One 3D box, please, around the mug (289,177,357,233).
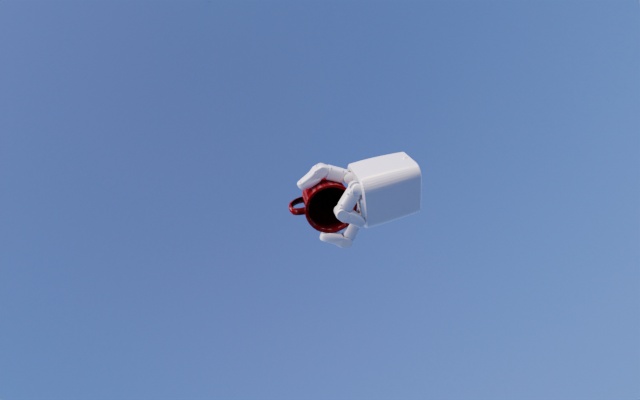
[{"bbox_3d":[-0.001,0.003,0.865,0.117,0.093,0.081,-14,25,-5],"label":"mug"}]
